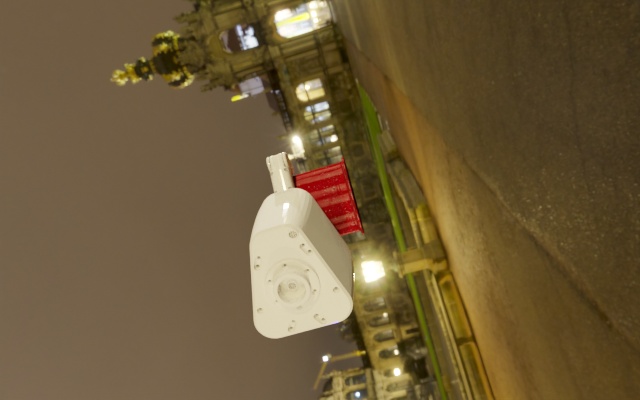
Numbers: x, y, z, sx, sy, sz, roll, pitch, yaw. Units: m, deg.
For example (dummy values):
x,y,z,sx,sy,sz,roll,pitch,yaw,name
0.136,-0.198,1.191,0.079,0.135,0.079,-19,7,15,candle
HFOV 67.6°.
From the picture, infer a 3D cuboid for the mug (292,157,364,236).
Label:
x,y,z,sx,sy,sz,roll,pitch,yaw,name
0.000,0.001,0.568,0.081,0.093,0.117,-15,14,5,mug
